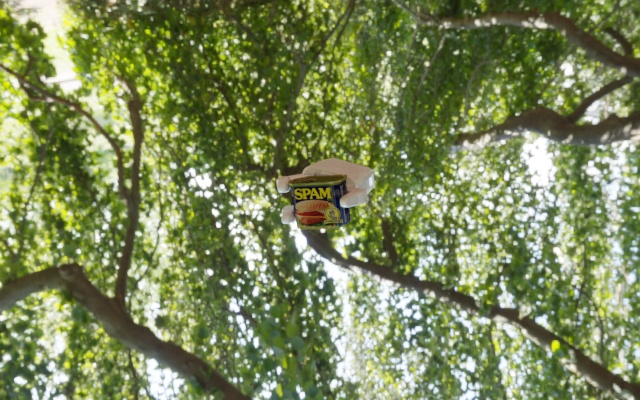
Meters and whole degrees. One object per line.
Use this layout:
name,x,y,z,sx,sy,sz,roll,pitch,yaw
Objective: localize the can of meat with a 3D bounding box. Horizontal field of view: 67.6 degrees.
can of meat,0.000,0.003,0.833,0.102,0.084,0.057,-2,15,24
